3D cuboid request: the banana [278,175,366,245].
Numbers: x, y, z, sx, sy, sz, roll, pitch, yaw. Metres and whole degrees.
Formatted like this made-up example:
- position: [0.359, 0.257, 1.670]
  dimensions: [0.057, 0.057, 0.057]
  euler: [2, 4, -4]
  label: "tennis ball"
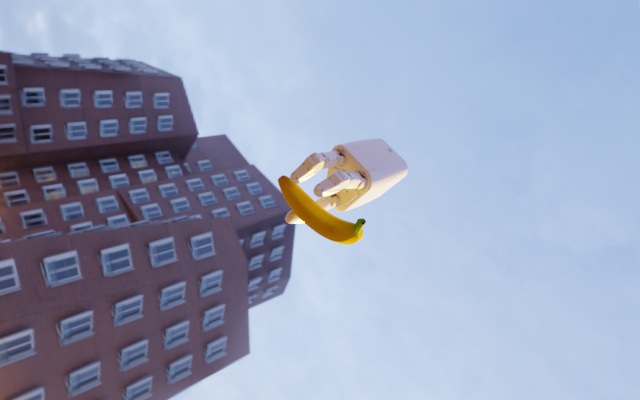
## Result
- position: [0.002, 0.020, 0.728]
  dimensions: [0.037, 0.070, 0.197]
  euler: [-21, 34, -37]
  label: "banana"
